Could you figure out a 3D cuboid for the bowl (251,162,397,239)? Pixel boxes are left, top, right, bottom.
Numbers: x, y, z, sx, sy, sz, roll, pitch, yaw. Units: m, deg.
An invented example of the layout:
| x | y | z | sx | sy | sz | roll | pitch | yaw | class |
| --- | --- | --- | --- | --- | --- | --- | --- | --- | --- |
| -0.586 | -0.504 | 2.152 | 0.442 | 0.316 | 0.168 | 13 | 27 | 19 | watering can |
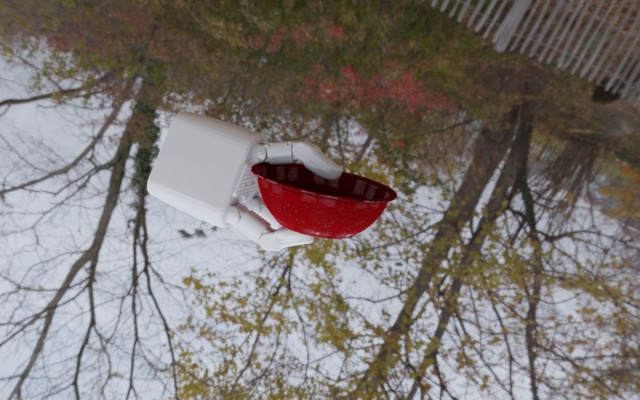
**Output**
| x | y | z | sx | sy | sz | roll | pitch | yaw | class |
| --- | --- | --- | --- | --- | --- | --- | --- | --- | --- |
| 0.001 | 0.003 | 0.526 | 0.162 | 0.055 | 0.162 | 10 | 13 | -2 | bowl |
